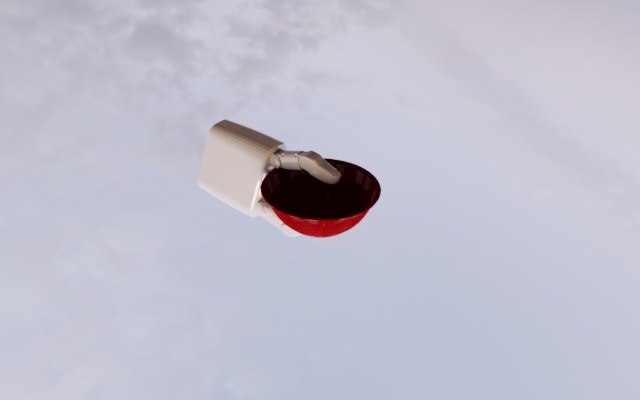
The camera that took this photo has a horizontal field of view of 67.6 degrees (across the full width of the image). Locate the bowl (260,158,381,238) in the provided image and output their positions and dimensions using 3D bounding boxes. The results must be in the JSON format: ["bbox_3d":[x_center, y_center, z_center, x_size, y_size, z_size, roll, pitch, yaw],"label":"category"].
[{"bbox_3d":[0.001,0.003,0.652,0.162,0.055,0.162,1,32,0],"label":"bowl"}]
